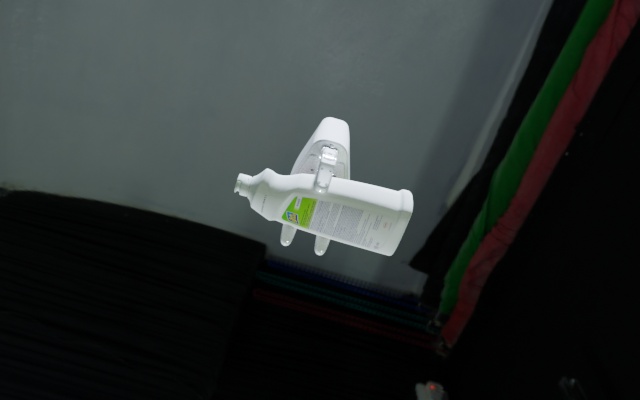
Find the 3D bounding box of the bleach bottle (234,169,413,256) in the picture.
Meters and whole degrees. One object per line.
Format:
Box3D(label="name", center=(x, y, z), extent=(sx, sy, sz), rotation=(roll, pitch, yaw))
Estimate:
Box3D(label="bleach bottle", center=(0.000, 0.002, 0.703), extent=(0.251, 0.103, 0.068), rotation=(16, 32, -3))
